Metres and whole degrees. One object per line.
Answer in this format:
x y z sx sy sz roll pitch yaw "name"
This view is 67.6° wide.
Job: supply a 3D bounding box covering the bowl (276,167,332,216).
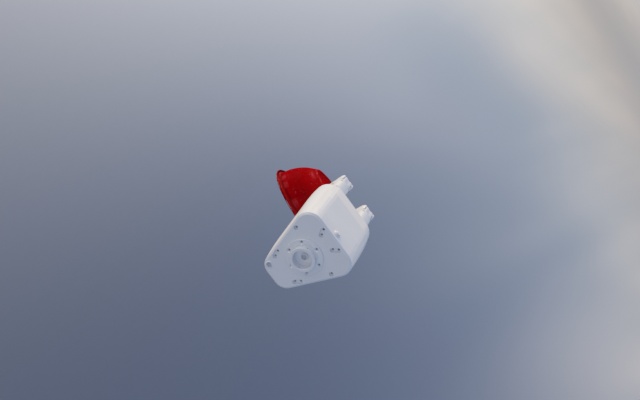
0.000 0.002 0.765 0.055 0.162 0.162 -36 -8 11 "bowl"
